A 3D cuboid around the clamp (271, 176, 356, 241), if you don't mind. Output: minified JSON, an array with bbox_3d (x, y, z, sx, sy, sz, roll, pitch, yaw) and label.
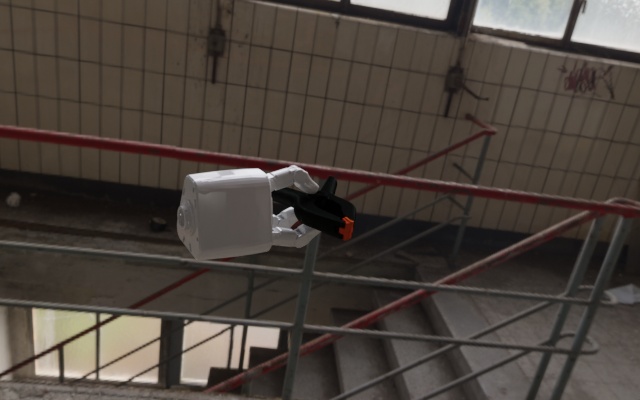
[{"bbox_3d":[0.000,0.002,0.744,0.164,0.036,0.210,-7,25,-34],"label":"clamp"}]
